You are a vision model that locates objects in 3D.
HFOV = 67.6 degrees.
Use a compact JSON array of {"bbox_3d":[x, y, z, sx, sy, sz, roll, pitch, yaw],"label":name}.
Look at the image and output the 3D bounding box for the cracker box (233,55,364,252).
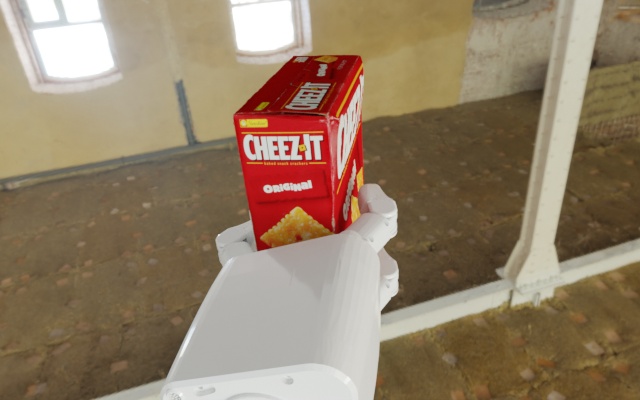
[{"bbox_3d":[0.000,0.001,0.407,0.072,0.214,0.164,2,30,11],"label":"cracker box"}]
